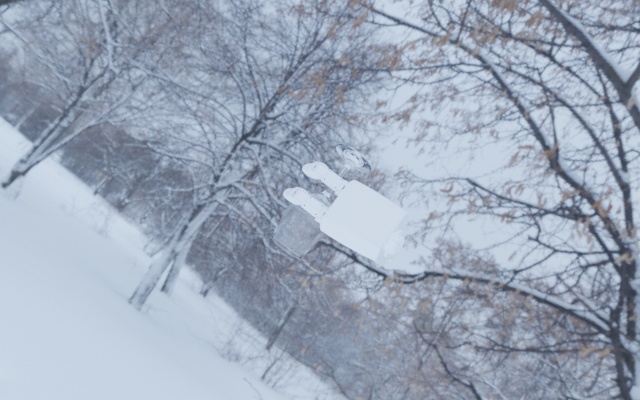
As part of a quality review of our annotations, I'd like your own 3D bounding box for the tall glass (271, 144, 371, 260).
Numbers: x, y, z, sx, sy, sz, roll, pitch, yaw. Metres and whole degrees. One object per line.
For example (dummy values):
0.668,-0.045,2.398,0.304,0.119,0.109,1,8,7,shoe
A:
0.000,0.002,0.810,0.079,0.201,0.079,35,-14,10,tall glass
